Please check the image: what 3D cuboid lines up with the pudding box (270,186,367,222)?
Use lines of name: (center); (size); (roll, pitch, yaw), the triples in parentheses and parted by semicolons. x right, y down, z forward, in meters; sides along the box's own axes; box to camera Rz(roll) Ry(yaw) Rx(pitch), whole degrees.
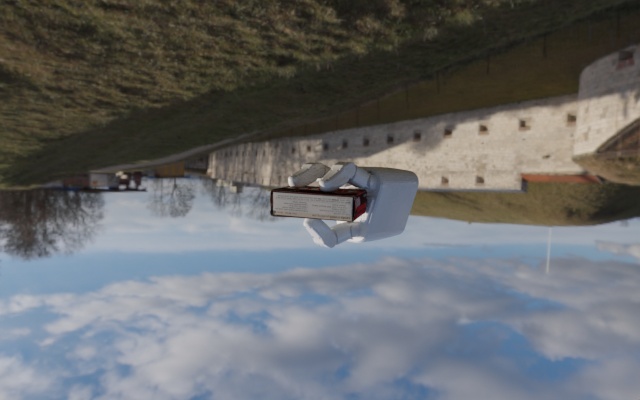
pudding box: (0.000, 0.002, 0.638); (0.113, 0.039, 0.090); (2, 5, 15)
